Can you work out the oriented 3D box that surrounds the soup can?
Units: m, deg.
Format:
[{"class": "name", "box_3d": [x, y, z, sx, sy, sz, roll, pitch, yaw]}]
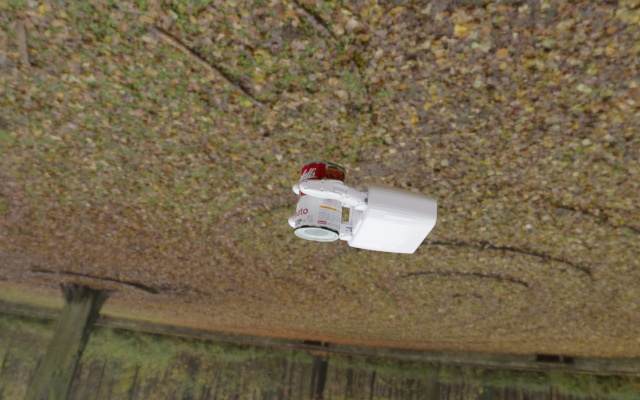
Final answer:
[{"class": "soup can", "box_3d": [0.000, 0.002, 0.701, 0.068, 0.102, 0.068, 6, -20, 2]}]
